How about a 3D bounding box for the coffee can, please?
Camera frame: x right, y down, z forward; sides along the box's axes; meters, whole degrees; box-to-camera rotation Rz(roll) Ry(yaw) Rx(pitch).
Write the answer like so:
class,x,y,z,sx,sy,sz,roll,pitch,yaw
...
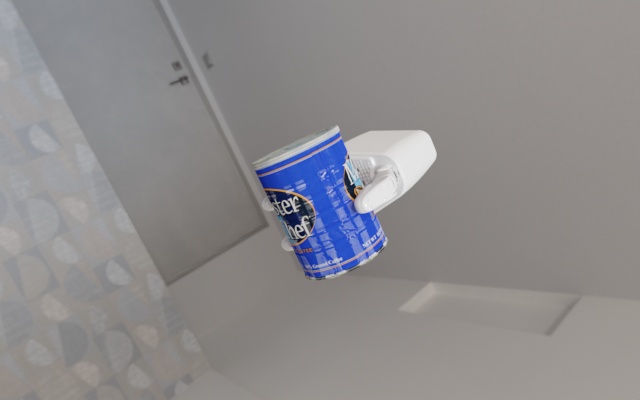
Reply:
class,x,y,z,sx,sy,sz,roll,pitch,yaw
coffee can,0.000,0.002,0.529,0.103,0.140,0.102,-24,11,5
